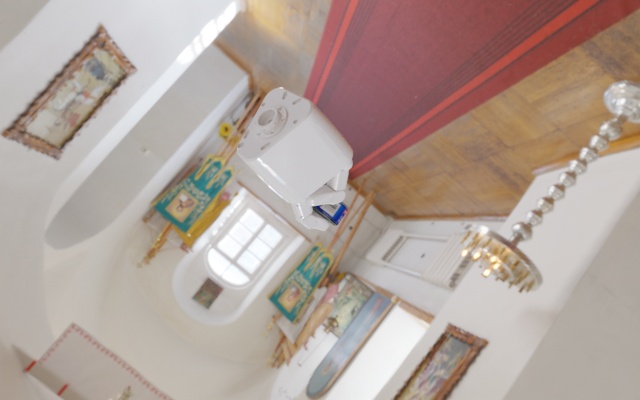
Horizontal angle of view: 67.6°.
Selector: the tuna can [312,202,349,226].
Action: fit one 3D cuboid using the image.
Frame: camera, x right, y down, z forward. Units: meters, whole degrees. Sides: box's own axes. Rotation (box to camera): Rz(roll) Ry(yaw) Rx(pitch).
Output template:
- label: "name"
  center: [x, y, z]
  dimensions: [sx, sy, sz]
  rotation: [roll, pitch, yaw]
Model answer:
- label: "tuna can"
  center: [0.000, 0.003, 0.734]
  dimensions: [0.086, 0.034, 0.086]
  rotation: [35, -5, 3]
